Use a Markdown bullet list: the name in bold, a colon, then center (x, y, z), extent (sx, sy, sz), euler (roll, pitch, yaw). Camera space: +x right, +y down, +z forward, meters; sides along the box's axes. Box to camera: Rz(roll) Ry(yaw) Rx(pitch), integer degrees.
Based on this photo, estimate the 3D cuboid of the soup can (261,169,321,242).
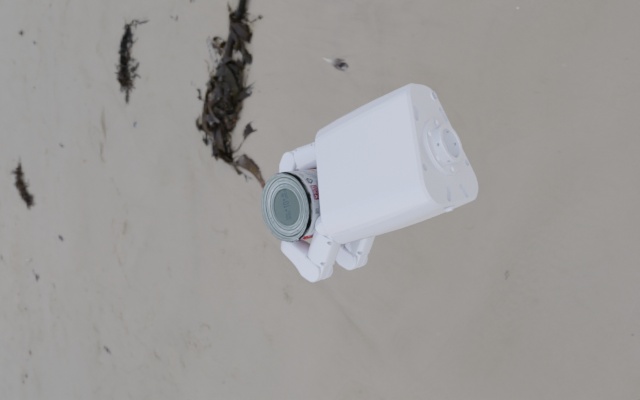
- **soup can**: center (-0.001, 0.002, 0.478), extent (0.068, 0.068, 0.102), euler (0, 6, 42)
